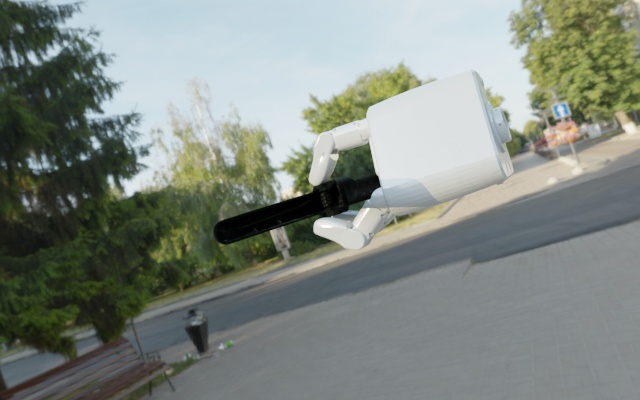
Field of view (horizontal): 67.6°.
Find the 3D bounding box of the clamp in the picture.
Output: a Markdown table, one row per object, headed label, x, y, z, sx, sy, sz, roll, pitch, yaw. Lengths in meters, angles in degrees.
| label | x | y | z | sx | sy | sz | roll | pitch | yaw |
| --- | --- | --- | --- | --- | --- | --- | --- | --- | --- |
| clamp | 0.000 | 0.001 | 0.507 | 0.164 | 0.036 | 0.210 | -17 | -1 | 27 |
